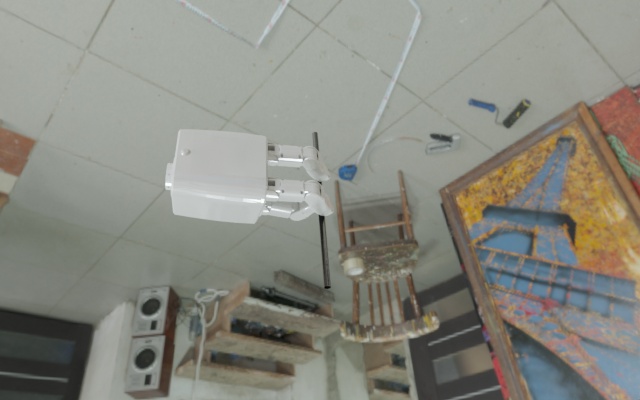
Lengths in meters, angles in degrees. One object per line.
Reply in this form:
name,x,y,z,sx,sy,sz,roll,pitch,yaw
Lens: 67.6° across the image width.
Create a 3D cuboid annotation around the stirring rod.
stirring rod,0.000,0.002,0.618,0.011,0.239,0.011,-3,-35,-2
